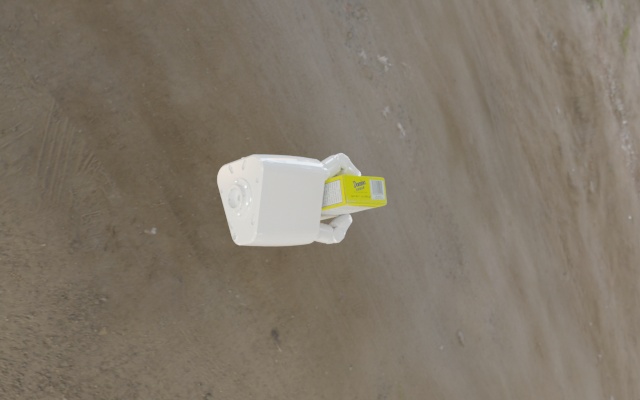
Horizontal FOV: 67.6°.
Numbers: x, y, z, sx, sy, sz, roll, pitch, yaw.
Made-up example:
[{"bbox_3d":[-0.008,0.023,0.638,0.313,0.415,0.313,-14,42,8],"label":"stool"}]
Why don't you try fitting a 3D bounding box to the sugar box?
[{"bbox_3d":[0.000,0.002,0.701,0.176,0.048,0.093,-12,-10,42],"label":"sugar box"}]
